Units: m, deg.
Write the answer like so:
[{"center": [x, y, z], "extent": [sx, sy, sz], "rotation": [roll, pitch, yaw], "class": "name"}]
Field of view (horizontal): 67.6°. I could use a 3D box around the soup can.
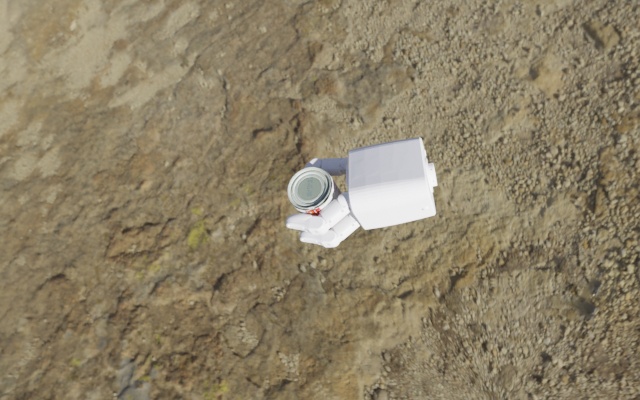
[{"center": [0.000, 0.002, 0.700], "extent": [0.068, 0.068, 0.102], "rotation": [0, -23, 20], "class": "soup can"}]
